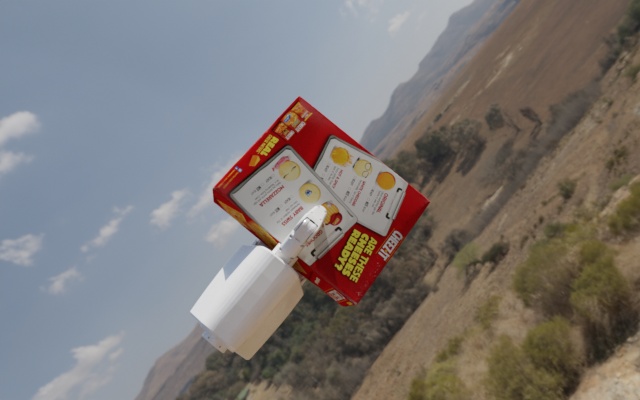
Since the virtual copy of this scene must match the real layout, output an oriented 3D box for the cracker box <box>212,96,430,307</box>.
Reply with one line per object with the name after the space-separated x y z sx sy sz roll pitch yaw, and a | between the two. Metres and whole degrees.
0.000 0.002 0.597 0.213 0.164 0.072 39 -18 0 | cracker box
